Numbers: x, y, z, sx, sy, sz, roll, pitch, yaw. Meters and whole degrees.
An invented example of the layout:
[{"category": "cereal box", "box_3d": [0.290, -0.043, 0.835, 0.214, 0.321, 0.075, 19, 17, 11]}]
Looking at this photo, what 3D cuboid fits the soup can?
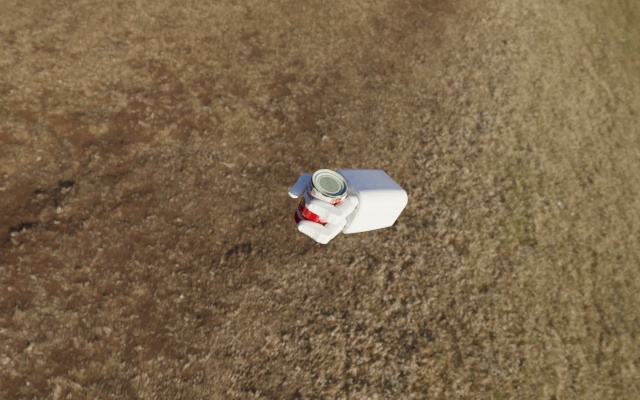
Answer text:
[{"category": "soup can", "box_3d": [0.000, 0.003, 0.844, 0.068, 0.068, 0.102, 0, -40, -25]}]
